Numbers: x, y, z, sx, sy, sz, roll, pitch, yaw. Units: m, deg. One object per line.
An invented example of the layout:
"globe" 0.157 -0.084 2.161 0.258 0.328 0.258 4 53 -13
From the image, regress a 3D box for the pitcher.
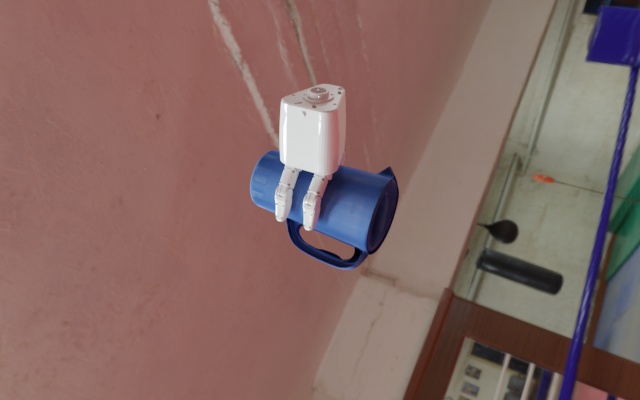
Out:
"pitcher" 0.000 0.003 0.822 0.243 0.145 0.149 18 38 23
